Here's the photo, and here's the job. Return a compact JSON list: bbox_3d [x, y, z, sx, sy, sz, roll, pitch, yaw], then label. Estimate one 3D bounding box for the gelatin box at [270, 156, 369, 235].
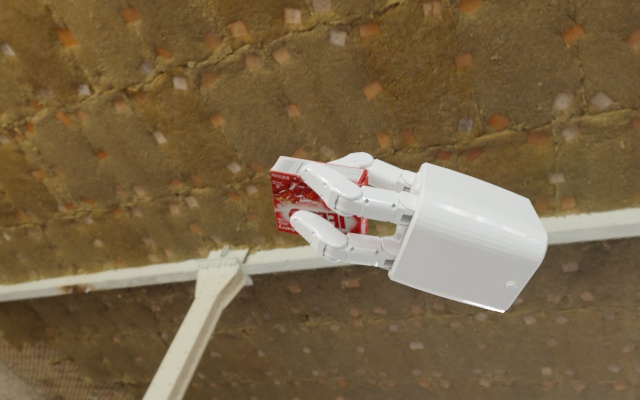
[{"bbox_3d":[0.000,0.001,0.450,0.089,0.073,0.030,10,40,17],"label":"gelatin box"}]
